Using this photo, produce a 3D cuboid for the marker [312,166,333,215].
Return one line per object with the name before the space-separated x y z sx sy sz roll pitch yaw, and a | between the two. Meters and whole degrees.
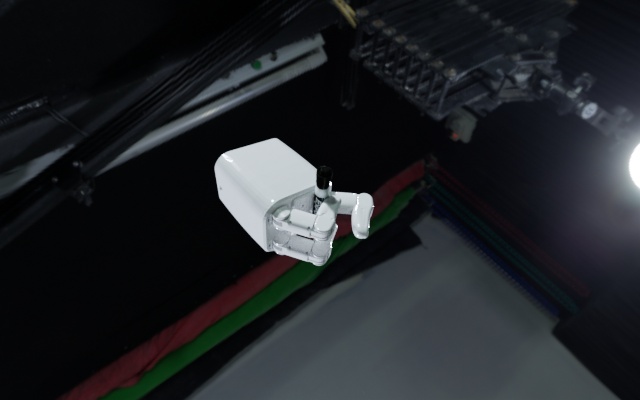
marker | 0.000 0.002 0.580 0.020 0.020 0.121 0 -38 -5
